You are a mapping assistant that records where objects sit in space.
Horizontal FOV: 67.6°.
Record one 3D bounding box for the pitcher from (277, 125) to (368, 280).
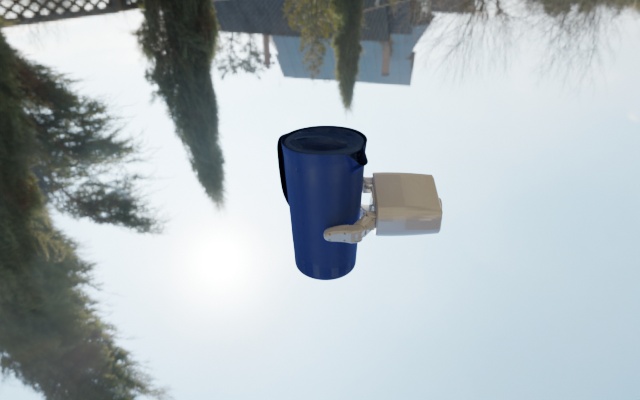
[{"bbox_3d":[0.000,0.003,0.795,0.145,0.243,0.149,-1,27,-1],"label":"pitcher"}]
